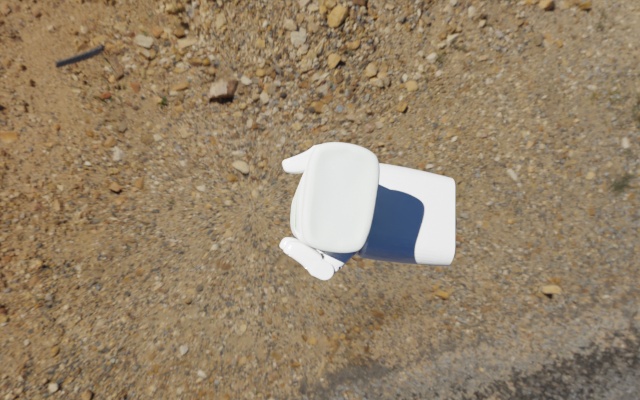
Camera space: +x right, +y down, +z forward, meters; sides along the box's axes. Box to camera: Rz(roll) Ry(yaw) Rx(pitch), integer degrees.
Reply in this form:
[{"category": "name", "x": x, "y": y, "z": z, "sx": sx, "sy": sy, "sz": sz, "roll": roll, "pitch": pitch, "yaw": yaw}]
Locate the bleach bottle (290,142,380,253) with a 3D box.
[{"category": "bleach bottle", "x": 0.000, "y": 0.002, "z": 0.544, "sx": 0.068, "sy": 0.102, "sz": 0.251, "roll": 9, "pitch": -2, "yaw": -8}]
